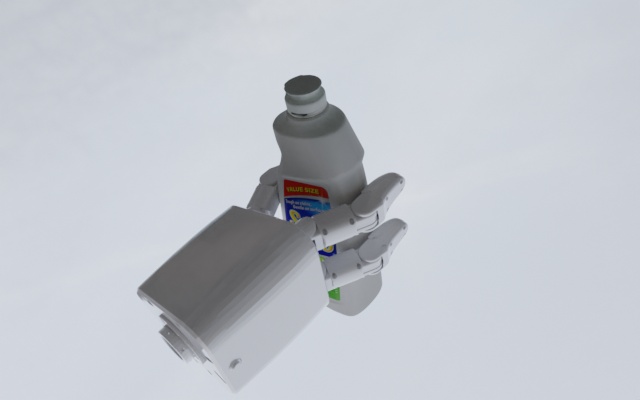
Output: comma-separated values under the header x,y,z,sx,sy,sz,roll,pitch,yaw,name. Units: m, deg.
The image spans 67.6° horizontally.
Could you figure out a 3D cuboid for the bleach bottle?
x,y,z,sx,sy,sz,roll,pitch,yaw,name
0.000,0.001,0.437,0.102,0.251,0.068,27,56,34,bleach bottle
